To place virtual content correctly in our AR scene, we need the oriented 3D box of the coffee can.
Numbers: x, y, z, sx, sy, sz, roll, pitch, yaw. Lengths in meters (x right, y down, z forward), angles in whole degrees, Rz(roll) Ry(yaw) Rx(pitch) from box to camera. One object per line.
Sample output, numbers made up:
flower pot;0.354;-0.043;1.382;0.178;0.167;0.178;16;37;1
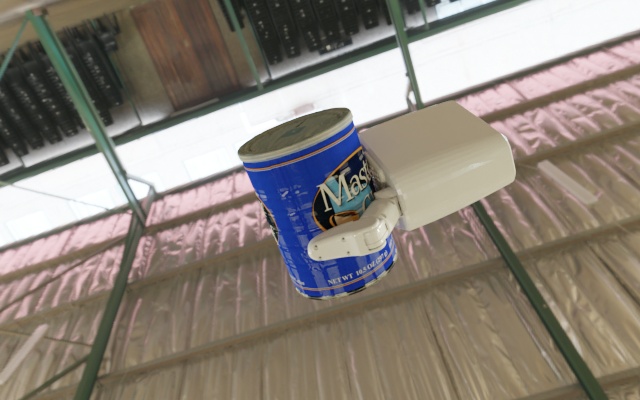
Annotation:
coffee can;0.000;0.001;0.427;0.103;0.140;0.102;-18;20;7
